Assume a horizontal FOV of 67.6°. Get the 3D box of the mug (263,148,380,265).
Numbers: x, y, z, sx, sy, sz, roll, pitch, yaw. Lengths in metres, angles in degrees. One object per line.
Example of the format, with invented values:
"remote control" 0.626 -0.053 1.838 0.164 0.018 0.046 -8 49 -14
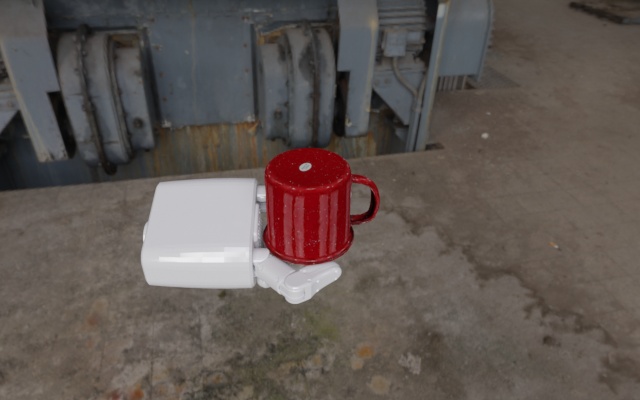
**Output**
"mug" 0.002 0.001 0.465 0.117 0.082 0.093 -2 35 -3
